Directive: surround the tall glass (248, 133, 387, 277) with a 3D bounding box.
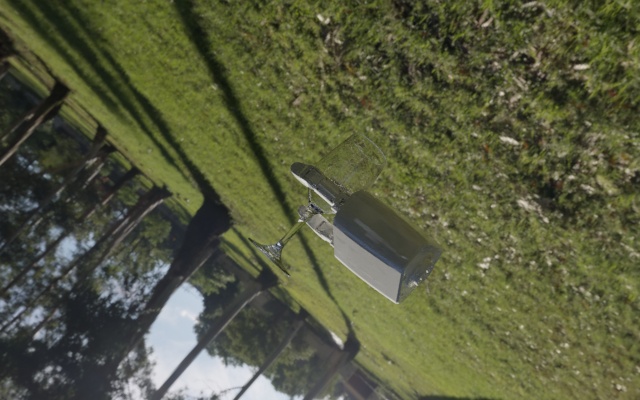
[{"bbox_3d":[0.000,0.002,0.633,0.079,0.201,0.079,41,-9,8],"label":"tall glass"}]
